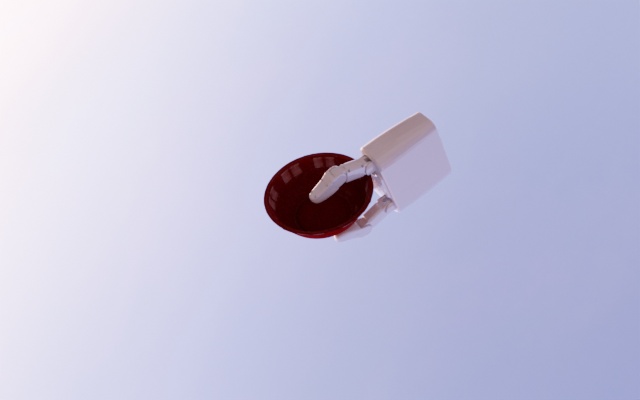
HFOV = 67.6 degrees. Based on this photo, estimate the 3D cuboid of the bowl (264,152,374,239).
[{"bbox_3d":[-0.001,0.003,0.711,0.162,0.162,0.055,0,-41,12],"label":"bowl"}]
